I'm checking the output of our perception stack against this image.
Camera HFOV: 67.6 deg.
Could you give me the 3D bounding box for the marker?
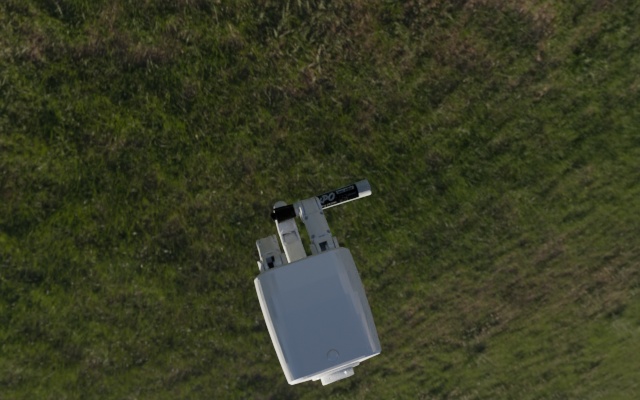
[{"bbox_3d":[0.000,0.002,0.561,0.121,0.020,0.020,-18,2,-6],"label":"marker"}]
